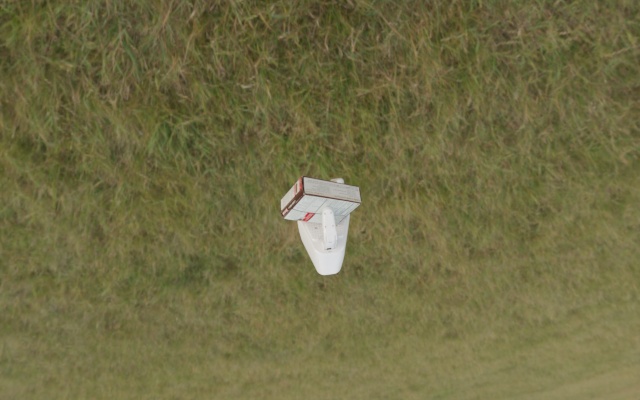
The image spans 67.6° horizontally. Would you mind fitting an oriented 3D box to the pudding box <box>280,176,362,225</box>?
[{"bbox_3d":[0.000,0.003,0.812,0.113,0.039,0.090,8,-33,-28],"label":"pudding box"}]
